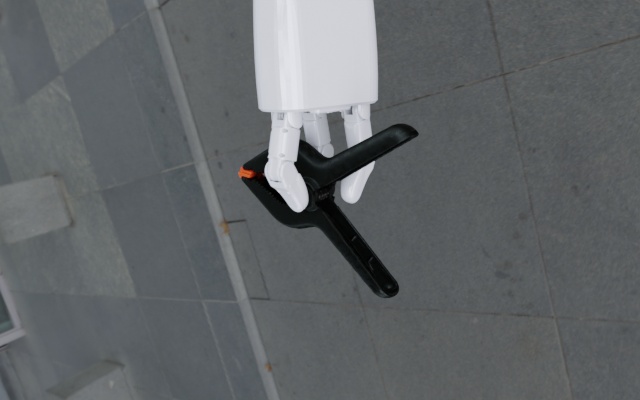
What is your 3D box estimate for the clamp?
[{"bbox_3d":[-0.001,0.001,0.478,0.210,0.164,0.036,11,20,38],"label":"clamp"}]
